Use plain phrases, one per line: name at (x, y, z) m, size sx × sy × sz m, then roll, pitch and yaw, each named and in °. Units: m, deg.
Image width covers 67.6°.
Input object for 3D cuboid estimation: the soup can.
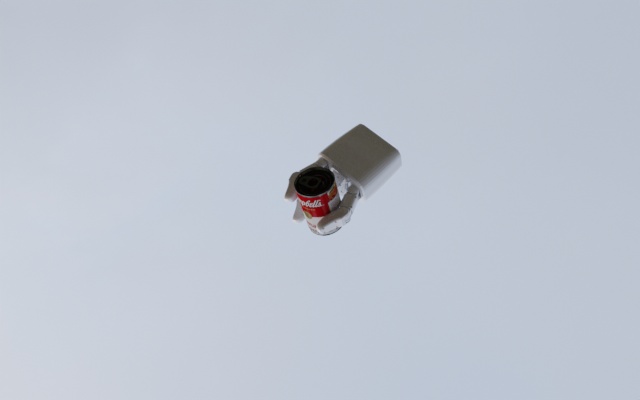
soup can at (0.000, 0.003, 0.802) m, size 0.068 × 0.068 × 0.102 m, roll 0°, pitch -42°, yaw 16°
